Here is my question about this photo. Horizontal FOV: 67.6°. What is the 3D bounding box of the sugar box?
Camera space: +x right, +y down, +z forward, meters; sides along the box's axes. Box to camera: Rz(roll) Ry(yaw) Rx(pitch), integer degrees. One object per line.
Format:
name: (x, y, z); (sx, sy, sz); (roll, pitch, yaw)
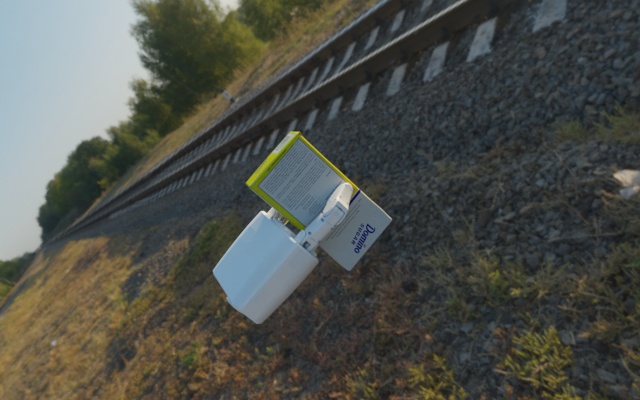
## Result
sugar box: (0.000, 0.002, 0.624); (0.176, 0.093, 0.048); (43, -4, -20)
